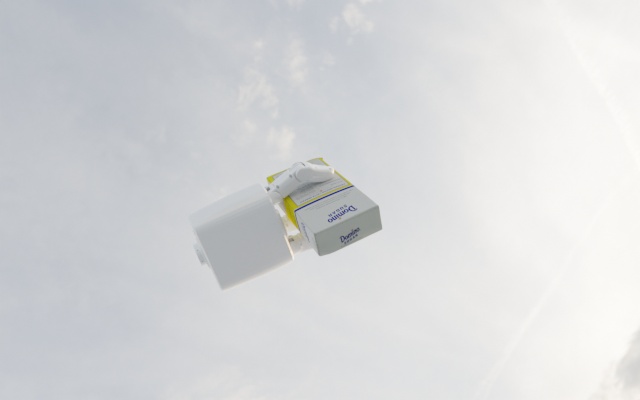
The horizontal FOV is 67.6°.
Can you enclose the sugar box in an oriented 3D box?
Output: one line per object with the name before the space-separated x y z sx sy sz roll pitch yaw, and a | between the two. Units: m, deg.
sugar box | 0.000 0.003 0.655 0.093 0.048 0.176 -23 36 -14
